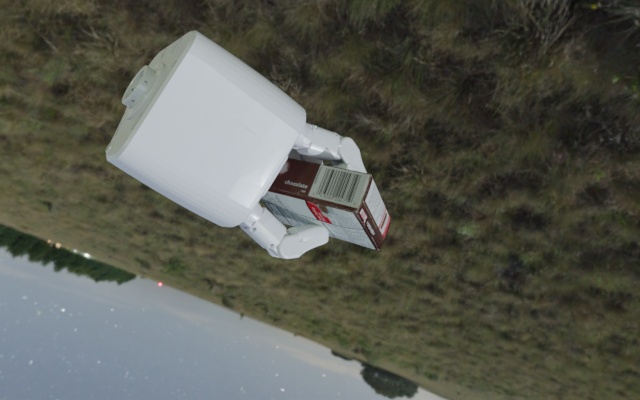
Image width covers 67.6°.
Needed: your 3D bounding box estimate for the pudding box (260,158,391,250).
[{"bbox_3d":[0.000,0.002,0.436,0.113,0.039,0.090,15,-19,26],"label":"pudding box"}]
